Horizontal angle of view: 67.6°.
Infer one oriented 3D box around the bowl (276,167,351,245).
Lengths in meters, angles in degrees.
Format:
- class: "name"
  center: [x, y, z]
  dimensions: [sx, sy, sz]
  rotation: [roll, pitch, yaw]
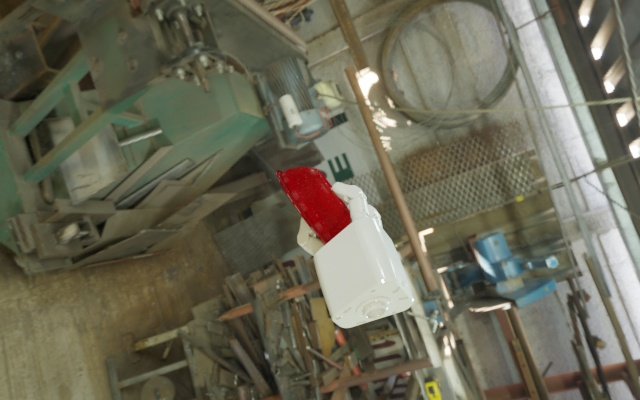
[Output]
- class: "bowl"
  center: [0.000, 0.001, 0.749]
  dimensions: [0.055, 0.162, 0.162]
  rotation: [-37, -4, 5]
